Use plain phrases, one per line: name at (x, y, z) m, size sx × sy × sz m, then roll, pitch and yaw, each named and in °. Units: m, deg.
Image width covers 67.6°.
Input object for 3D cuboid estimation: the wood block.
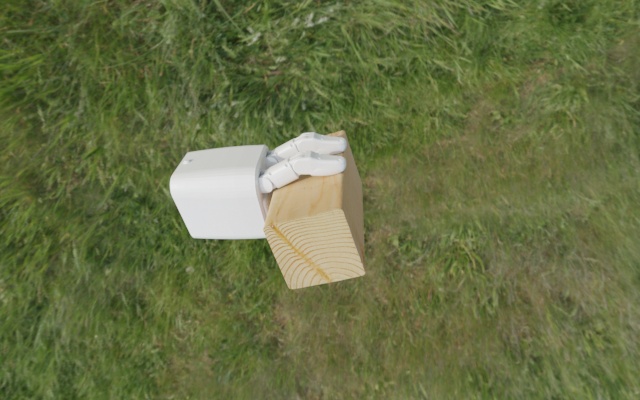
wood block at (0.000, 0.002, 0.592) m, size 0.090 × 0.091 × 0.206 m, roll -14°, pitch 29°, yaw 12°
